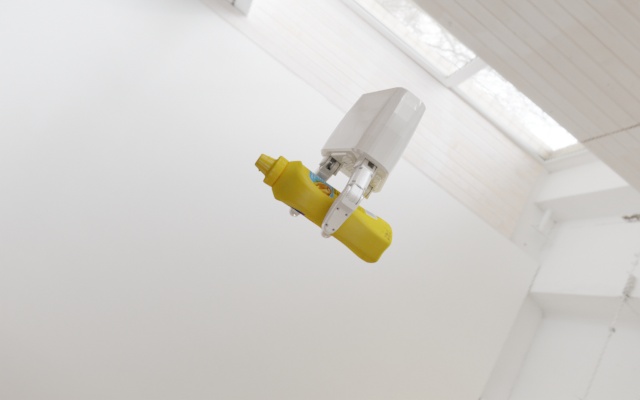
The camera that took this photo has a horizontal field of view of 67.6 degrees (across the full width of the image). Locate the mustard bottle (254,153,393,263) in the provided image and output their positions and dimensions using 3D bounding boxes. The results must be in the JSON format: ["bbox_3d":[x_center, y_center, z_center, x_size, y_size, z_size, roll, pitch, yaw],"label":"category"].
[{"bbox_3d":[0.000,0.002,0.608,0.191,0.058,0.096,36,10,-10],"label":"mustard bottle"}]
